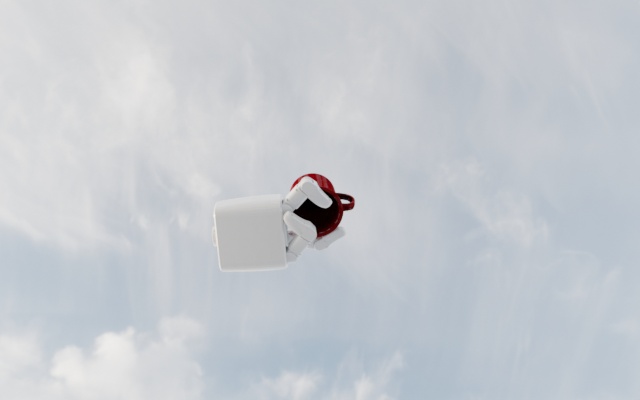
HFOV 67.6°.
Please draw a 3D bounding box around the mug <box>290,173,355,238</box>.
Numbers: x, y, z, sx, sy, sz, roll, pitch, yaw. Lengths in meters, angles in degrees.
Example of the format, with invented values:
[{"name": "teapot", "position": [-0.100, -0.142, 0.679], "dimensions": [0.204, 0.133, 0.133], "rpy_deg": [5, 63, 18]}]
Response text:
[{"name": "mug", "position": [0.002, 0.002, 0.812], "dimensions": [0.117, 0.093, 0.081], "rpy_deg": [-5, 24, -3]}]
